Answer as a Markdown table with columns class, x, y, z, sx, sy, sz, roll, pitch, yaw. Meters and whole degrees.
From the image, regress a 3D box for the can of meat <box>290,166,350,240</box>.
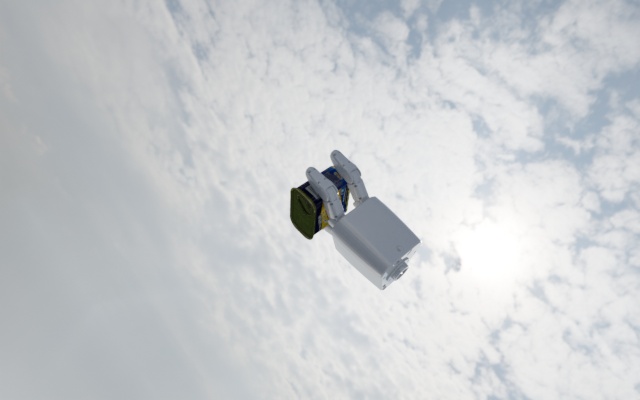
| class | x | y | z | sx | sy | sz | roll | pitch | yaw |
| --- | --- | --- | --- | --- | --- | --- | --- | --- | --- |
| can of meat | 0.000 | 0.002 | 0.777 | 0.084 | 0.102 | 0.057 | -34 | 61 | -27 |
